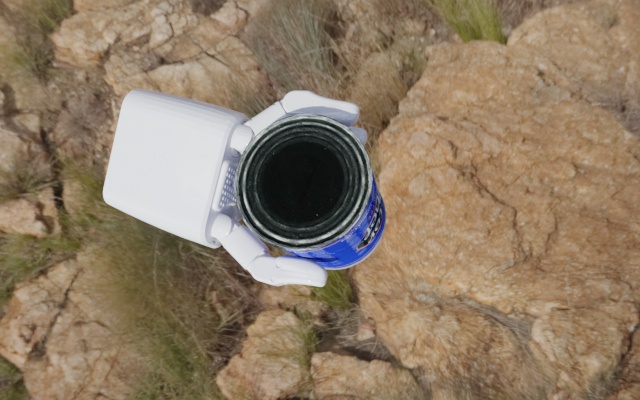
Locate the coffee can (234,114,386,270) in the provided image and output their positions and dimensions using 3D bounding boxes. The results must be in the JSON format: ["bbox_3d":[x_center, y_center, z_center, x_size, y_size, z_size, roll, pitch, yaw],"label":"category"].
[{"bbox_3d":[0.000,0.001,0.408,0.103,0.102,0.140,0,-13,12],"label":"coffee can"}]
